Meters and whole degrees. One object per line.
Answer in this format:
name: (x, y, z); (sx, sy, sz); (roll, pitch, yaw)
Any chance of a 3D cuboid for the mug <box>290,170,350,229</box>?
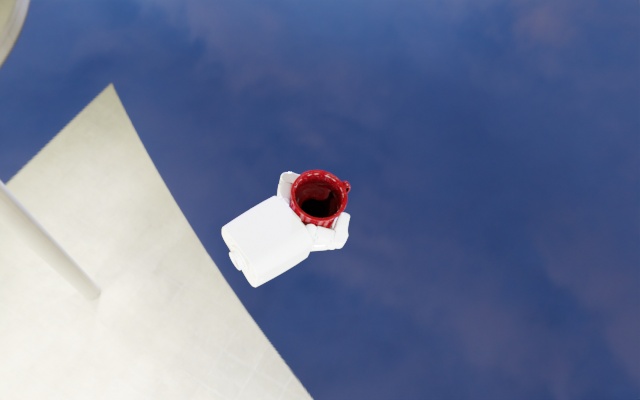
mug: (0.001, 0.002, 0.811); (0.117, 0.093, 0.081); (-31, -16, -24)
